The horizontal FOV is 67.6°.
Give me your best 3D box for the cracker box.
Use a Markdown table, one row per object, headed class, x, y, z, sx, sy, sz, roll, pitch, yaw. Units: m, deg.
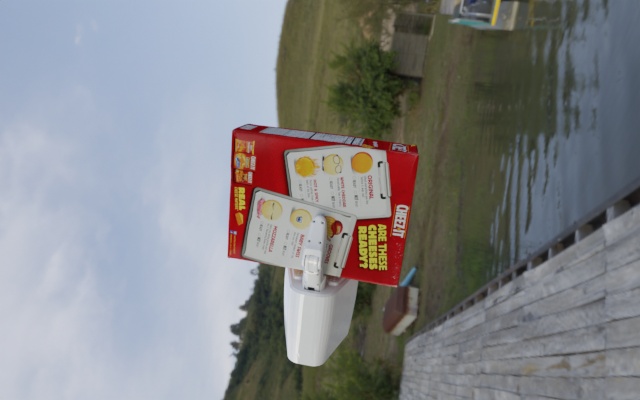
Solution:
| class | x | y | z | sx | sy | sz | roll | pitch | yaw |
| --- | --- | --- | --- | --- | --- | --- | --- | --- | --- |
| cracker box | 0.000 | 0.002 | 0.580 | 0.213 | 0.164 | 0.072 | 8 | 19 | 7 |
